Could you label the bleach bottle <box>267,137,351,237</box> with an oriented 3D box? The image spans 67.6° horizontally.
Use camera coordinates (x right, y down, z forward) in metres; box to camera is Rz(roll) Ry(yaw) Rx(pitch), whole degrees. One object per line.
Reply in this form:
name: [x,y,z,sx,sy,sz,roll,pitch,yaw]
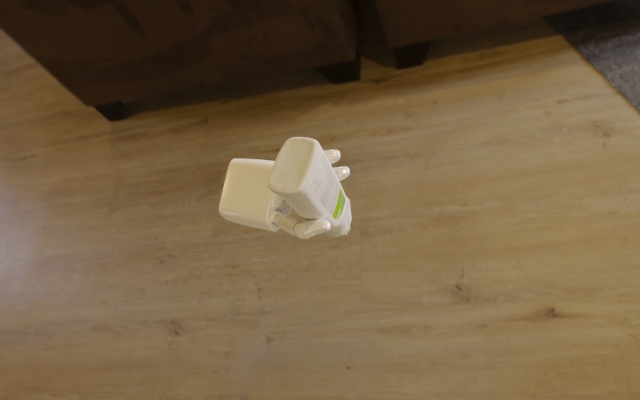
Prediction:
bleach bottle: [0.000,0.003,0.804,0.068,0.102,0.251,9,-25,26]
